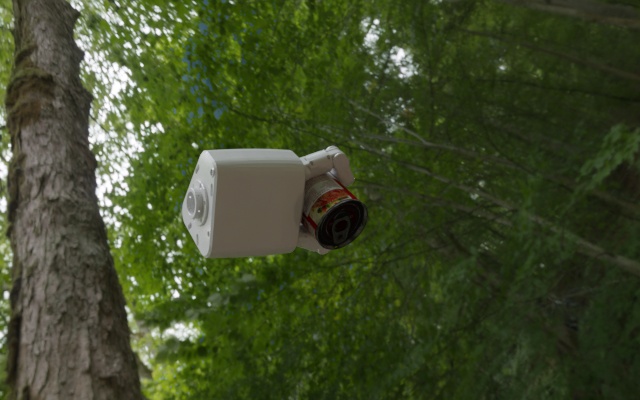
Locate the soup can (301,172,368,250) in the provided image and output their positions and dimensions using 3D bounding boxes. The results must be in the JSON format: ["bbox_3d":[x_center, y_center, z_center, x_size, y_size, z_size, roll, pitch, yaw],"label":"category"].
[{"bbox_3d":[0.000,0.002,0.570,0.068,0.068,0.102,0,32,-36],"label":"soup can"}]
